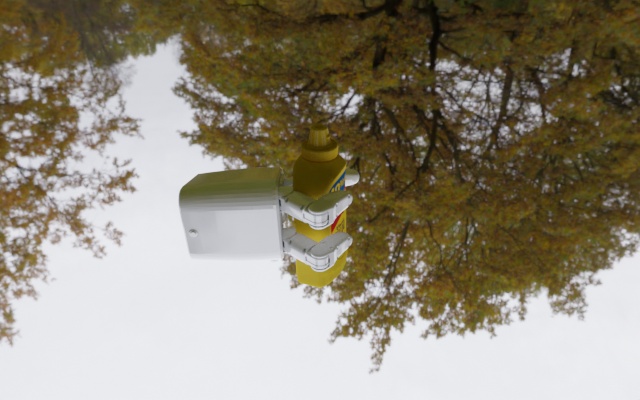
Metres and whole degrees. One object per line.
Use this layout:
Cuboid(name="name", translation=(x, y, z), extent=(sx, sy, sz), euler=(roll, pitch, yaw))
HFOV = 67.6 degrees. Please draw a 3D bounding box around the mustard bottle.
Cuboid(name="mustard bottle", translation=(0.000, 0.002, 0.565), extent=(0.058, 0.192, 0.096), euler=(11, 33, 20))
